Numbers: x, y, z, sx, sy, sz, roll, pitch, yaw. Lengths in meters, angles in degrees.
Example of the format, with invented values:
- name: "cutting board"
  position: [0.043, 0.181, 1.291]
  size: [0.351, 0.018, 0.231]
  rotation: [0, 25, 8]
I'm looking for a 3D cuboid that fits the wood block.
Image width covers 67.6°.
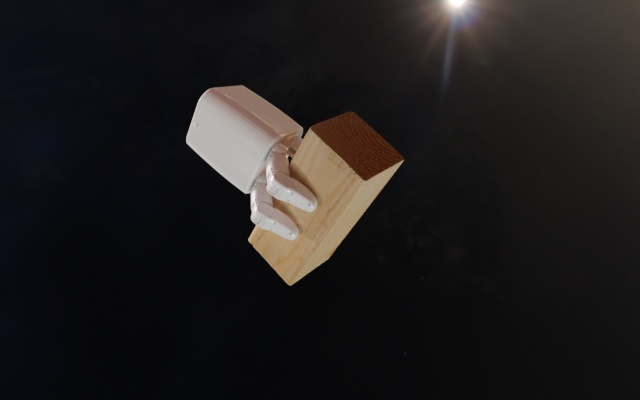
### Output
- name: "wood block"
  position: [0.000, 0.002, 0.601]
  size: [0.090, 0.090, 0.206]
  rotation: [-30, -20, -47]
